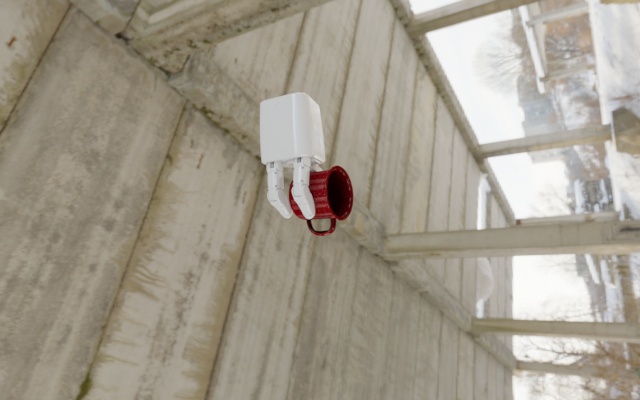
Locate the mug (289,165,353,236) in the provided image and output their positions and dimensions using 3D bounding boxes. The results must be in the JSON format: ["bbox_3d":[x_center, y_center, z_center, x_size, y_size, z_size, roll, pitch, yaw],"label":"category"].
[{"bbox_3d":[0.000,0.004,0.823,0.081,0.117,0.093,-6,-5,32],"label":"mug"}]
